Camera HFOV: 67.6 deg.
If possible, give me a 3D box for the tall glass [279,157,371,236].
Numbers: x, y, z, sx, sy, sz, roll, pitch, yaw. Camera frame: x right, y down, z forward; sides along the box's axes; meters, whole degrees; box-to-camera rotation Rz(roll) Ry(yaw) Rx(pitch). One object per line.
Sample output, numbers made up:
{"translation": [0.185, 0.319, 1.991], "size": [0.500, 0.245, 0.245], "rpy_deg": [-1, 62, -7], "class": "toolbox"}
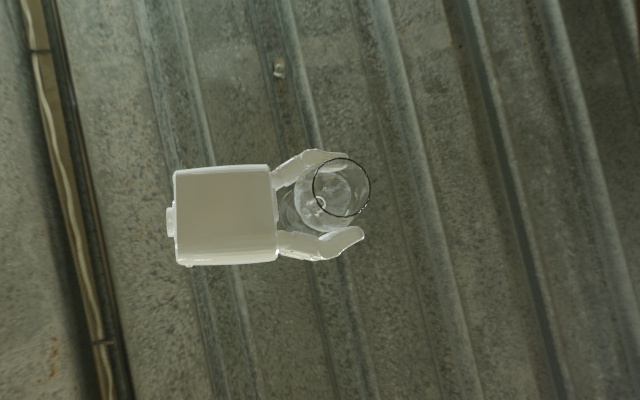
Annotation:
{"translation": [0.000, 0.002, 0.573], "size": [0.079, 0.079, 0.201], "rpy_deg": [0, -9, -13], "class": "tall glass"}
